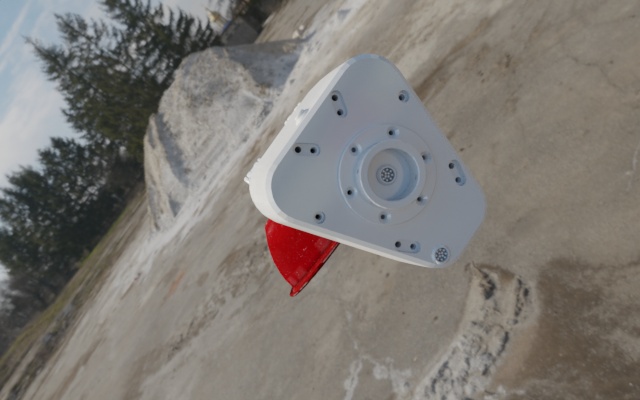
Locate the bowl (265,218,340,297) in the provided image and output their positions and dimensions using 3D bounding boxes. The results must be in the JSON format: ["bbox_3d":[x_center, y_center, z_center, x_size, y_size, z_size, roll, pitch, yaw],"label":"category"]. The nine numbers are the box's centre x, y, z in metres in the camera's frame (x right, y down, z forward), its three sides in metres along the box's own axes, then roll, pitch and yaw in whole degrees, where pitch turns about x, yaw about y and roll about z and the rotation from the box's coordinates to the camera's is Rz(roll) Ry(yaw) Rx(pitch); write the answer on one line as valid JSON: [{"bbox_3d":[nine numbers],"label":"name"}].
[{"bbox_3d":[-0.001,0.001,0.417,0.055,0.162,0.162,35,-1,-1],"label":"bowl"}]
